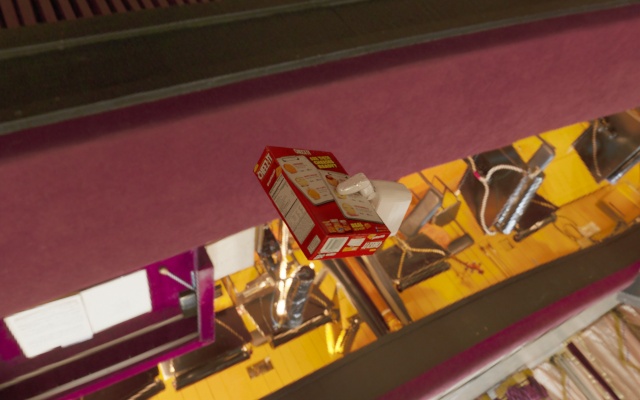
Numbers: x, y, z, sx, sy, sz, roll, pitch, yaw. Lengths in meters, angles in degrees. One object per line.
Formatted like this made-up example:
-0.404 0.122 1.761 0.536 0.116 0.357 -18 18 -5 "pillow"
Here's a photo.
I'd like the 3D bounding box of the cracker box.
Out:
0.000 0.003 0.840 0.164 0.072 0.213 0 45 -44 "cracker box"
